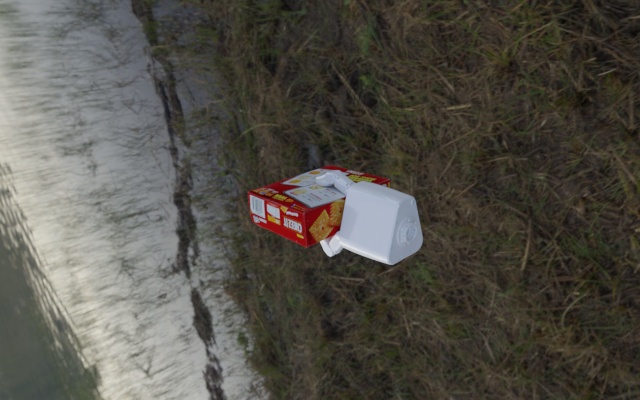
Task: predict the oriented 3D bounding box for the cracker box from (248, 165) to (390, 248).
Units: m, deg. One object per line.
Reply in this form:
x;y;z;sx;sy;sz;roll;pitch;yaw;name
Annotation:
0.000;0.003;0.887;0.213;0.072;0.164;-20;26;-38;cracker box
